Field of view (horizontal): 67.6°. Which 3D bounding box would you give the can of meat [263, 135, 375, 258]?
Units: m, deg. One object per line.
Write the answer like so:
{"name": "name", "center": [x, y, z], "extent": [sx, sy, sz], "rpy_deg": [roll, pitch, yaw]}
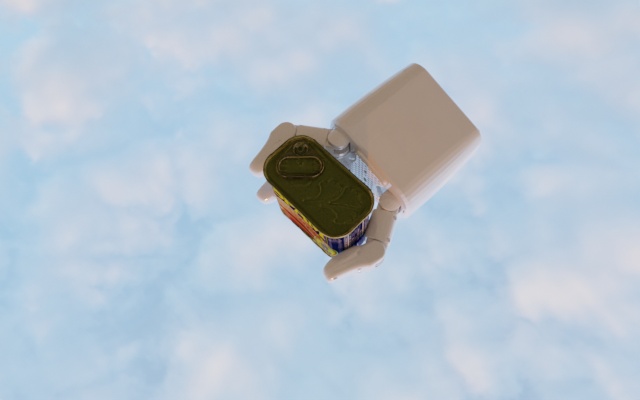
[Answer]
{"name": "can of meat", "center": [0.000, 0.002, 0.445], "extent": [0.102, 0.057, 0.084], "rpy_deg": [43, -14, 18]}
